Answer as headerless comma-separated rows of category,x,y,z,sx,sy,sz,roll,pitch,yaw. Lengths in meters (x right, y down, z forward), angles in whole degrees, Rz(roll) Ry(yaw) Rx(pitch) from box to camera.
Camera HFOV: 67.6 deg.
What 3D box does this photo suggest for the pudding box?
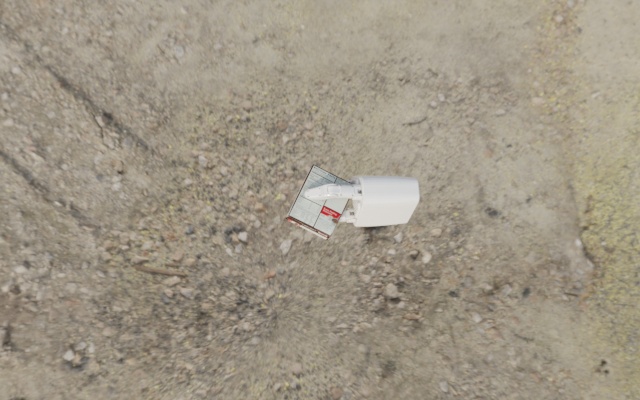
pudding box,0.000,0.003,0.874,0.090,0.113,0.039,26,-16,-2
